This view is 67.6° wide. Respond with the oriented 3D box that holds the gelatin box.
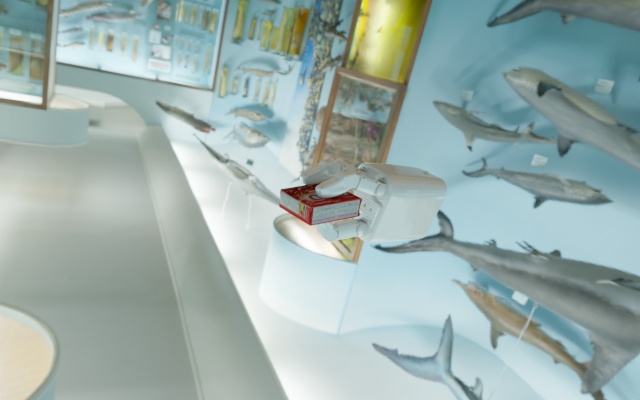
[{"bbox_3d":[0.000,0.003,0.650,0.089,0.030,0.073,-10,26,-37],"label":"gelatin box"}]
